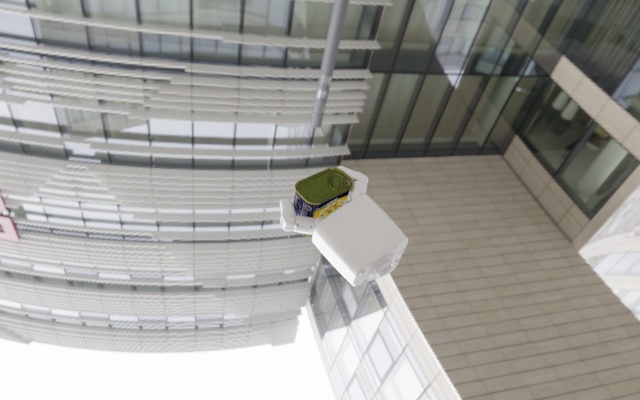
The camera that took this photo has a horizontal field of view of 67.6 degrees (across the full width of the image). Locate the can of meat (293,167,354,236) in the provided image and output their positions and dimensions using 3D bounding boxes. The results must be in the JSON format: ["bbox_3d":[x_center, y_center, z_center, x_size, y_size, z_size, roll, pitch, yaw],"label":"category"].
[{"bbox_3d":[0.000,0.003,0.809,0.102,0.084,0.057,-26,57,-33],"label":"can of meat"}]
